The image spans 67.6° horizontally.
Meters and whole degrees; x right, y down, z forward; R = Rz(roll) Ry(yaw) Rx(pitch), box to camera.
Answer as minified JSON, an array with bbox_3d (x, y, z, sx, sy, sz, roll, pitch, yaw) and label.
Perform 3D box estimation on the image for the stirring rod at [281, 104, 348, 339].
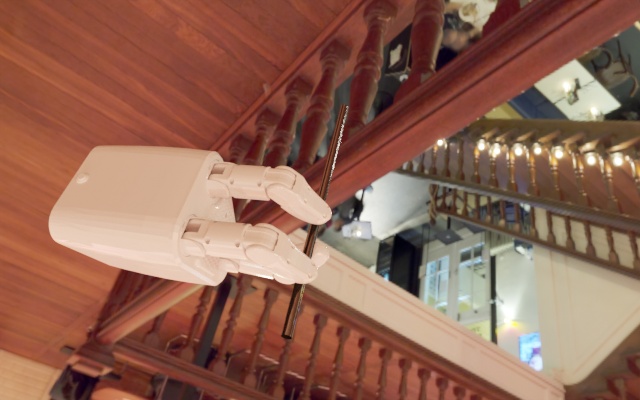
[{"bbox_3d":[0.000,0.001,0.404,0.011,0.239,0.011,9,-37,7],"label":"stirring rod"}]
